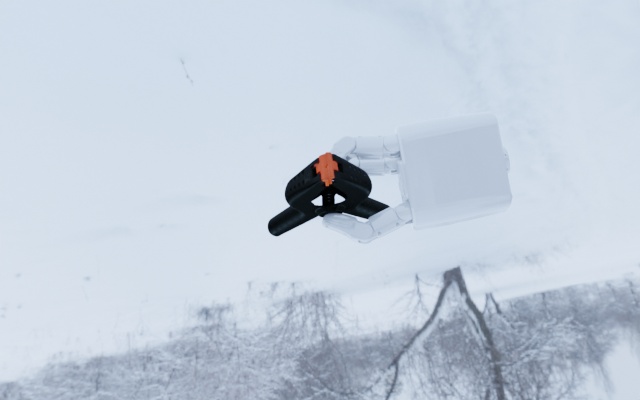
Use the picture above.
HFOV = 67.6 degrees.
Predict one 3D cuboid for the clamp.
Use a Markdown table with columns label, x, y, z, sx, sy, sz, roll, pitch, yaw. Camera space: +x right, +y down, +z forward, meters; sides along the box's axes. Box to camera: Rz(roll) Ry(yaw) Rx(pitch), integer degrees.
| label | x | y | z | sx | sy | sz | roll | pitch | yaw |
| --- | --- | --- | --- | --- | --- | --- | --- | --- | --- |
| clamp | 0.000 | 0.002 | 0.549 | 0.164 | 0.036 | 0.210 | -10 | -18 | 6 |
